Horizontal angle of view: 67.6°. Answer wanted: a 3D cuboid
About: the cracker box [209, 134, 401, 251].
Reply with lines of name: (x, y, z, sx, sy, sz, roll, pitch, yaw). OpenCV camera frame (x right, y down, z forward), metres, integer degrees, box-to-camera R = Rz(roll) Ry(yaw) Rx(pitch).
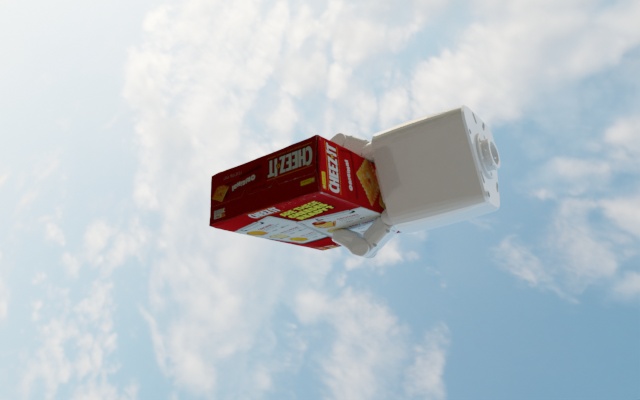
cracker box: (0.000, 0.002, 0.582, 0.164, 0.072, 0.214, -17, -22, 34)
